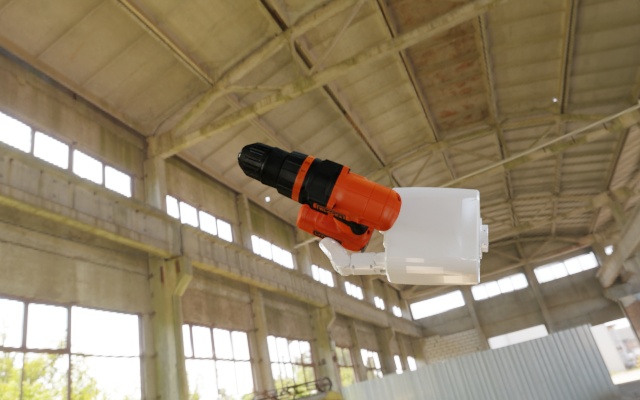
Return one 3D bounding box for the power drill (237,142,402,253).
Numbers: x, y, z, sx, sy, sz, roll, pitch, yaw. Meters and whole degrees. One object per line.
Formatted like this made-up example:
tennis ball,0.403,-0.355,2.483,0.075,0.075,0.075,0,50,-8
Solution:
power drill,0.000,0.002,0.575,0.184,0.057,0.188,23,-12,10
